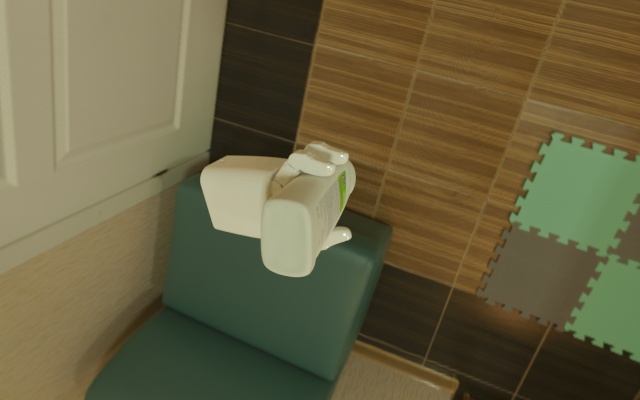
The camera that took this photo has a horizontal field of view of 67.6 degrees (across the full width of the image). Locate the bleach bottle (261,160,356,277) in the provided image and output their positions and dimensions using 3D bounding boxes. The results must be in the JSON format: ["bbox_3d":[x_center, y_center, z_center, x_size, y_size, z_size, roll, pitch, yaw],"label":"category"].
[{"bbox_3d":[0.000,0.002,0.661,0.068,0.103,0.250,8,22,17],"label":"bleach bottle"}]
